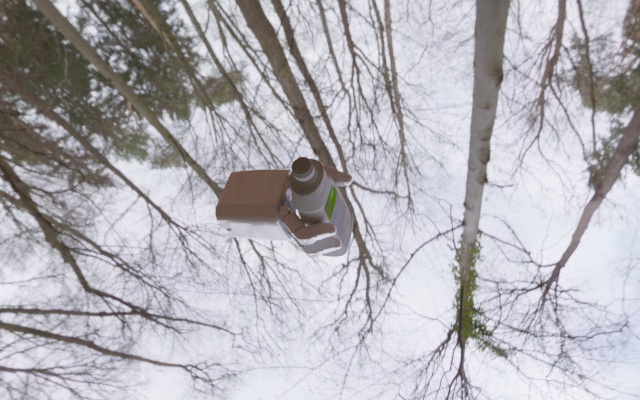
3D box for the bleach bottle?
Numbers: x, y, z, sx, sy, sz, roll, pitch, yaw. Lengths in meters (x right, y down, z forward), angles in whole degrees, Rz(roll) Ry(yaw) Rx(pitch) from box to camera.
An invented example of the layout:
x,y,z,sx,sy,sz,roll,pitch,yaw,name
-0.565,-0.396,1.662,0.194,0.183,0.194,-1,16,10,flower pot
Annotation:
x,y,z,sx,sy,sz,roll,pitch,yaw,name
0.000,0.003,0.763,0.068,0.102,0.251,2,-27,14,bleach bottle
